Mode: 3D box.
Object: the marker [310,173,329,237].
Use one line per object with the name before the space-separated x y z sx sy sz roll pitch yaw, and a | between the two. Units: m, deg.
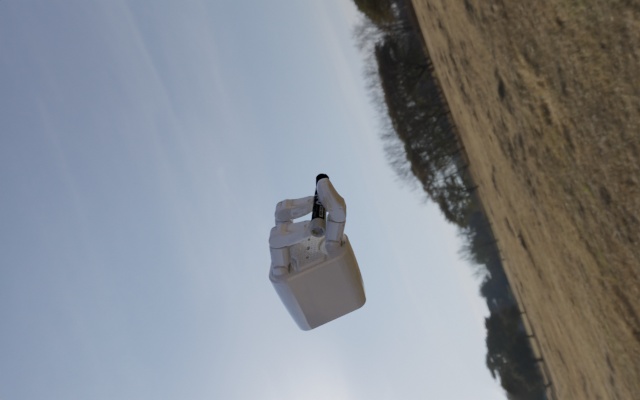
marker | 0.000 0.002 0.608 0.020 0.020 0.121 0 35 4
